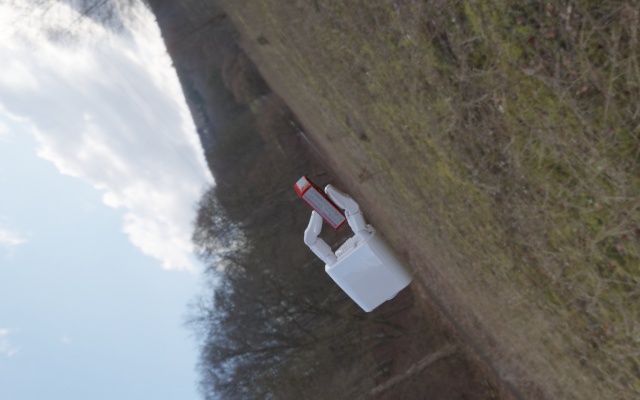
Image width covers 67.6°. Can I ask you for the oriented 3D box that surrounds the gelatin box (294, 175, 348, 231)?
[{"bbox_3d":[0.000,0.003,0.800,0.089,0.030,0.073,43,4,-18],"label":"gelatin box"}]
